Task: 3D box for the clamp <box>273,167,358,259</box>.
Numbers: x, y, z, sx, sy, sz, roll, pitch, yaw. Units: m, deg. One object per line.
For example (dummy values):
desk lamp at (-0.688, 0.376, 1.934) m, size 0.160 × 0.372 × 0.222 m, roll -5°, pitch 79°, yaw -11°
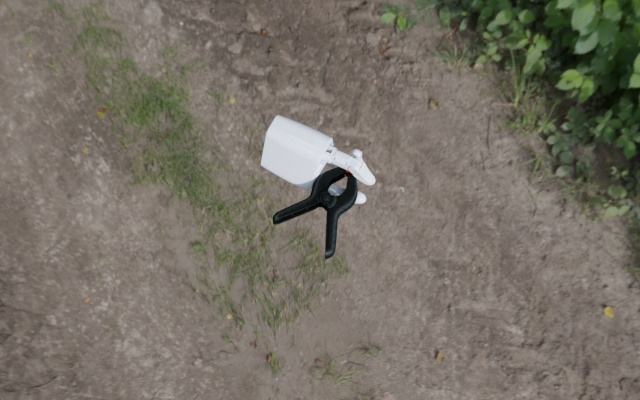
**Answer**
clamp at (0.000, 0.002, 0.817) m, size 0.120 × 0.171 × 0.039 m, roll 26°, pitch -20°, yaw 4°
